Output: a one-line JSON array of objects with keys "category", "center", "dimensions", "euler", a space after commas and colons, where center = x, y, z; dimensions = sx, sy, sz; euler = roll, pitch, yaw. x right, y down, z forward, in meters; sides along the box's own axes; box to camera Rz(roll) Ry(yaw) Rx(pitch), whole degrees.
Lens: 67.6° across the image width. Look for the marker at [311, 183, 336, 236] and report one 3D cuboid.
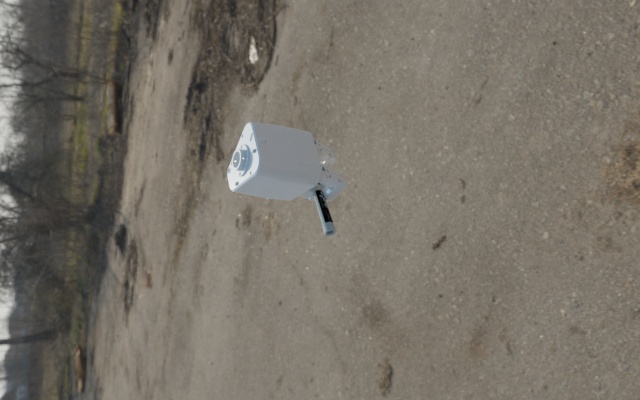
[{"category": "marker", "center": [0.000, 0.003, 0.786], "dimensions": [0.020, 0.121, 0.020], "euler": [-12, -32, -8]}]
